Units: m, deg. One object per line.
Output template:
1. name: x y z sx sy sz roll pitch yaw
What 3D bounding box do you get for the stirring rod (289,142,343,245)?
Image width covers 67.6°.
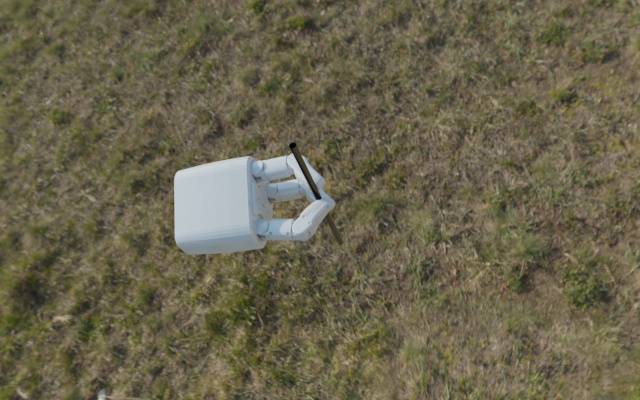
1. stirring rod: 0.000 0.002 0.600 0.011 0.011 0.240 0 -30 16
